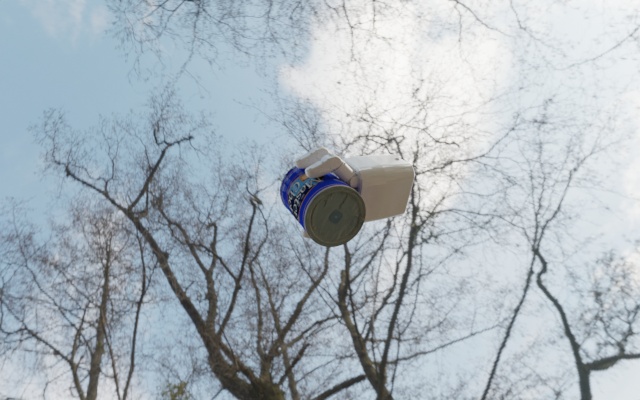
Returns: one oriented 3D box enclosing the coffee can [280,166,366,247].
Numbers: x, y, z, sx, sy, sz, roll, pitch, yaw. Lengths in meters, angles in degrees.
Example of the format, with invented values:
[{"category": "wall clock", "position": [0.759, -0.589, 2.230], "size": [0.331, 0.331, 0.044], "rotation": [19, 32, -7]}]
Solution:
[{"category": "coffee can", "position": [0.000, 0.003, 0.800], "size": [0.103, 0.103, 0.140], "rotation": [0, 20, -22]}]
